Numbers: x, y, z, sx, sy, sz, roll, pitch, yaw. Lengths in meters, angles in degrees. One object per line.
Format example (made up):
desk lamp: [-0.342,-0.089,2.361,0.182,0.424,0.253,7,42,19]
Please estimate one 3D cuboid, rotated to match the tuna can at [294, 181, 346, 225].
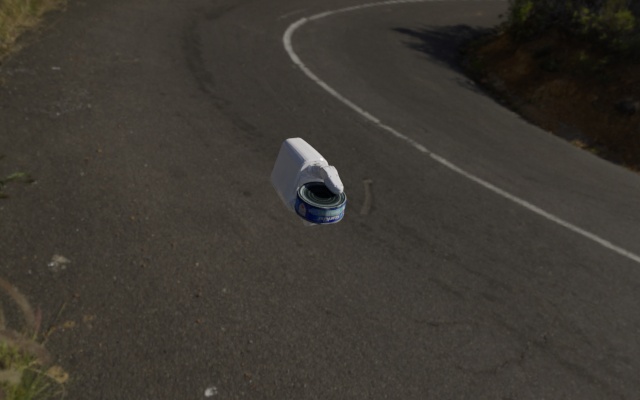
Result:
tuna can: [0.000,0.002,0.809,0.086,0.034,0.086,8,32,-5]
